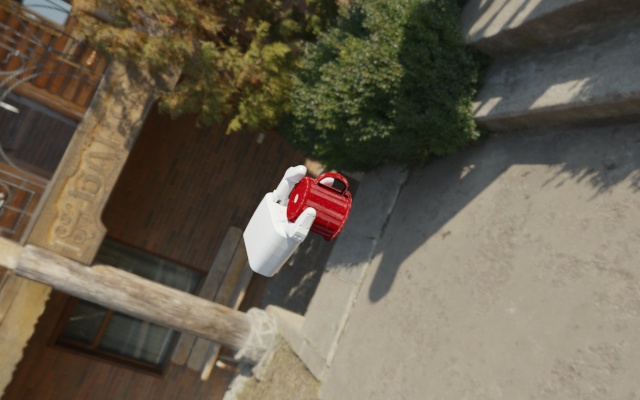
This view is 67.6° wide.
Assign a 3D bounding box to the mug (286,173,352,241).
[{"bbox_3d":[0.001,0.002,0.803,0.081,0.117,0.093,24,30,-20],"label":"mug"}]
